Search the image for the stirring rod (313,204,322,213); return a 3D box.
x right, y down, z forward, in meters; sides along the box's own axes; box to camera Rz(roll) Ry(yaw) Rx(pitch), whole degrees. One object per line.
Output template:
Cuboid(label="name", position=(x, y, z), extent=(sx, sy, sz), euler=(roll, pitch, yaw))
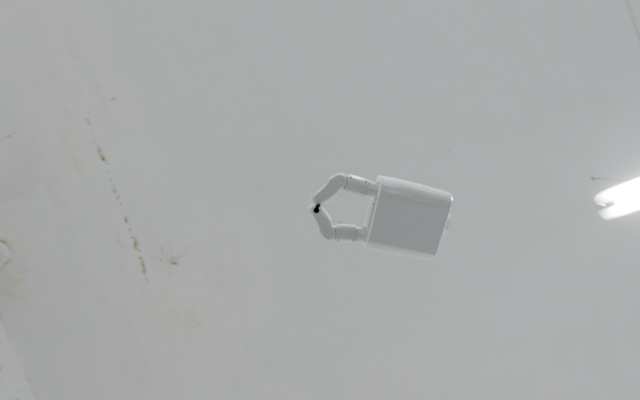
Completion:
Cuboid(label="stirring rod", position=(0.000, 0.003, 0.754), extent=(0.011, 0.011, 0.239), euler=(0, 5, 3))
